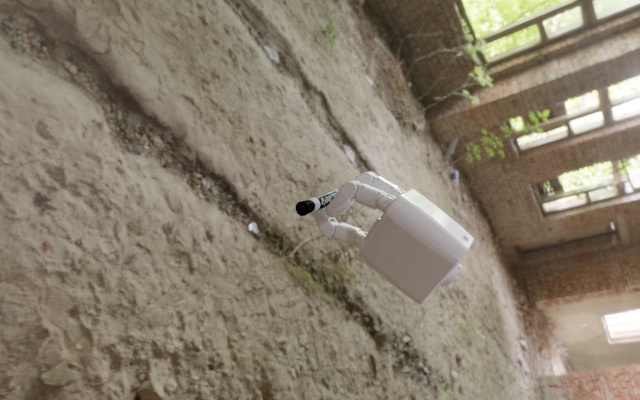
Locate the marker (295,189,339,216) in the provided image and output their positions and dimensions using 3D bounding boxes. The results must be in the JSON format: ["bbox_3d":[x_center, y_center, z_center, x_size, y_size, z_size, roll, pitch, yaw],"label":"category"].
[{"bbox_3d":[0.000,0.002,0.640,0.020,0.020,0.121,0,9,25],"label":"marker"}]
